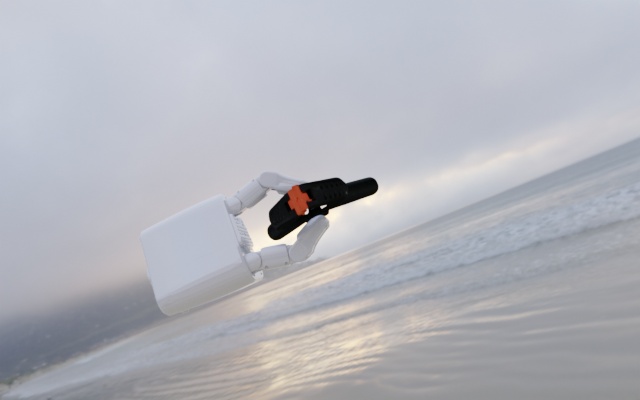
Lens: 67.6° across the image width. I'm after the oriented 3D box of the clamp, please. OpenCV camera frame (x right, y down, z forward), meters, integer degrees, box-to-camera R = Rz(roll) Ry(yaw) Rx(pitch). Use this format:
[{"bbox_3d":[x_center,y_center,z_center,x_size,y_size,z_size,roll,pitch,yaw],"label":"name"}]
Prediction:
[{"bbox_3d":[0.000,0.001,0.567,0.164,0.036,0.210,-26,-7,-2],"label":"clamp"}]
